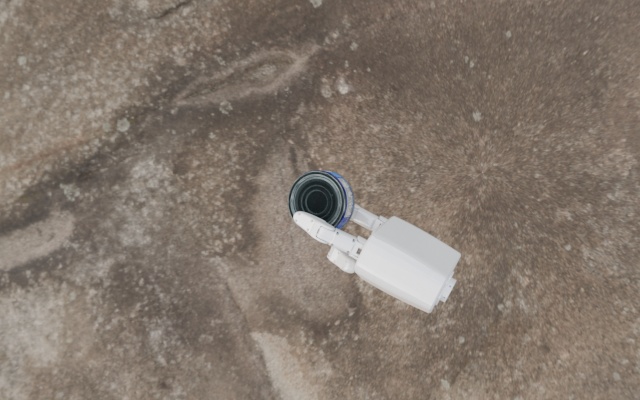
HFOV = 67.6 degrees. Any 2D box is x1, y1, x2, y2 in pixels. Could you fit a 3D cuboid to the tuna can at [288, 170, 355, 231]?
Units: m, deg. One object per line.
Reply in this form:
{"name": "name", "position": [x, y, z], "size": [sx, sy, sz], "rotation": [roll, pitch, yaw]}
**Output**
{"name": "tuna can", "position": [0.000, 0.002, 0.637], "size": [0.086, 0.086, 0.034], "rotation": [0, 1, 24]}
